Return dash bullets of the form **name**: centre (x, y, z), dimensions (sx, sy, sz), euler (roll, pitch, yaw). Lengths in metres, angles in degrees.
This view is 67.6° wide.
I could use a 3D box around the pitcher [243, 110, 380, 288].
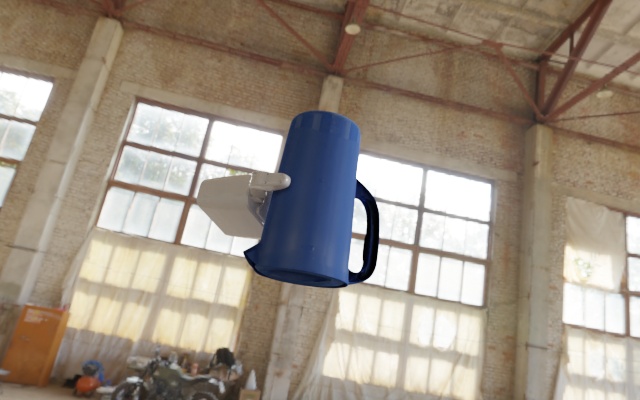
- **pitcher**: centre (0.000, 0.002, 0.689), dimensions (0.145, 0.242, 0.149), euler (-1, -21, 31)
